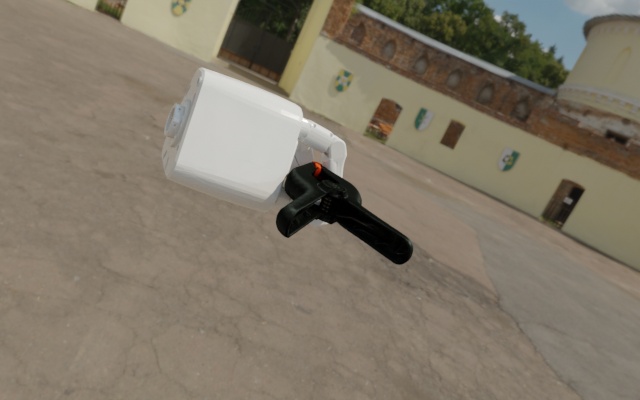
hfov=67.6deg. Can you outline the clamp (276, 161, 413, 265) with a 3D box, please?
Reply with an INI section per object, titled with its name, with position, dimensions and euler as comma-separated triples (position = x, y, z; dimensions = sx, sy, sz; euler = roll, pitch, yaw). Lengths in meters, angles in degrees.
[clamp]
position = 0.000, 0.001, 0.445
dimensions = 0.120, 0.039, 0.171
euler = 18, 15, -28
